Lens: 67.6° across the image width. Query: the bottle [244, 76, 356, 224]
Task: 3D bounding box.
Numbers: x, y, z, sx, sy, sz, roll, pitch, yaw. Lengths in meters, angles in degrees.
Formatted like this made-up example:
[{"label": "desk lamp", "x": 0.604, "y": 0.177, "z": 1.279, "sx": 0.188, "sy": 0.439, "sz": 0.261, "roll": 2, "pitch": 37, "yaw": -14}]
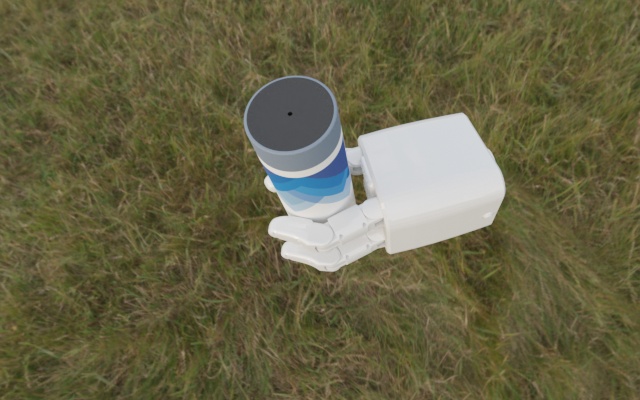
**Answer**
[{"label": "bottle", "x": 0.000, "y": 0.001, "z": 0.462, "sx": 0.069, "sy": 0.069, "sz": 0.296, "roll": 0, "pitch": -25, "yaw": 9}]
